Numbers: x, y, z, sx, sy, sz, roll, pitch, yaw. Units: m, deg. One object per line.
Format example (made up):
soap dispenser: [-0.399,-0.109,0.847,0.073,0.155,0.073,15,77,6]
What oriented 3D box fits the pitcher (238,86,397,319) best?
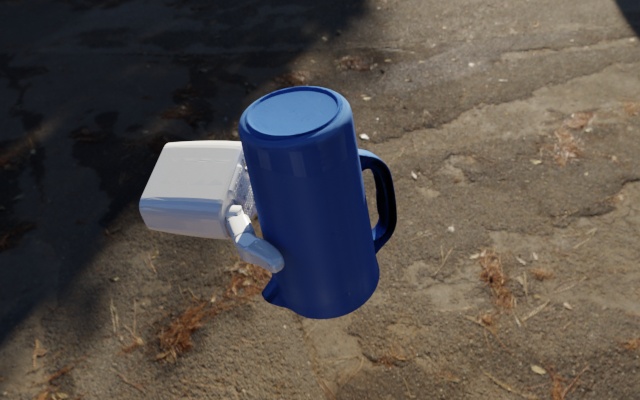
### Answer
pitcher: [0.000,0.002,0.523,0.145,0.243,0.149,5,43,17]
